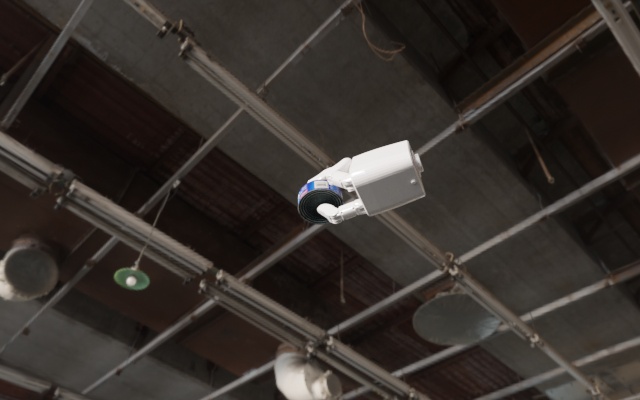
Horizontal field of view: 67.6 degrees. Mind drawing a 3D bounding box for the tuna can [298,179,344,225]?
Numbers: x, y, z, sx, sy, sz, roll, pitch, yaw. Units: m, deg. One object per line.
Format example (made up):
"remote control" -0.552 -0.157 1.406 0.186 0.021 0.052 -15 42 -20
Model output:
"tuna can" 0.000 0.003 0.899 0.086 0.086 0.033 0 38 -4
